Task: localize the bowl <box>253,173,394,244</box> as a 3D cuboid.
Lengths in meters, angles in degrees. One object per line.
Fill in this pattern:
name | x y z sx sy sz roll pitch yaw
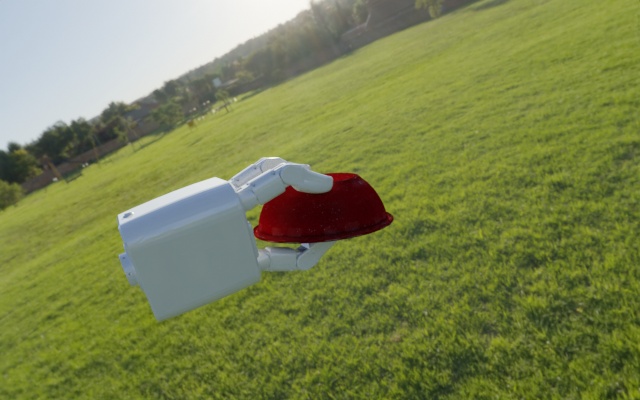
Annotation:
bowl | 0.001 0.001 0.543 0.162 0.055 0.162 -5 9 1
